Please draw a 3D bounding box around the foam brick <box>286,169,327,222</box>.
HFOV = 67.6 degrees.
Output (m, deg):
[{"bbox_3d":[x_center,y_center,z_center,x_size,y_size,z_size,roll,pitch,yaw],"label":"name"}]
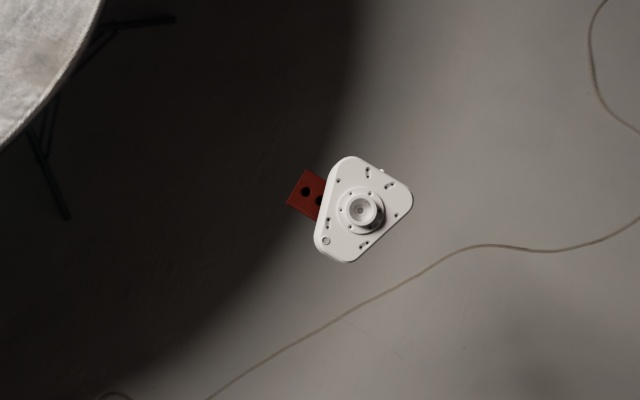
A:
[{"bbox_3d":[0.000,0.002,0.630,0.078,0.053,0.051,31,-3,2],"label":"foam brick"}]
